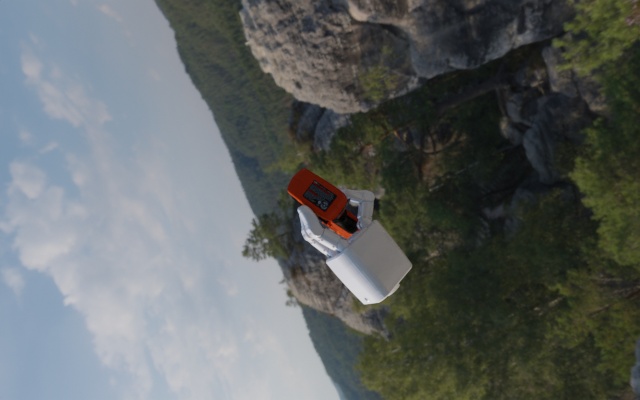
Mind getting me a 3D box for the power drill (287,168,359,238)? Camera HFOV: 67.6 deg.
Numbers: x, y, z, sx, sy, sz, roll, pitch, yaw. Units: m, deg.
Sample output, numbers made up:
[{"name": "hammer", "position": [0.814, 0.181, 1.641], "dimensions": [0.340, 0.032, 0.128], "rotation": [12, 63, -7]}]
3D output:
[{"name": "power drill", "position": [0.000, 0.003, 0.895], "dimensions": [0.184, 0.057, 0.188], "rotation": [33, -5, 19]}]
